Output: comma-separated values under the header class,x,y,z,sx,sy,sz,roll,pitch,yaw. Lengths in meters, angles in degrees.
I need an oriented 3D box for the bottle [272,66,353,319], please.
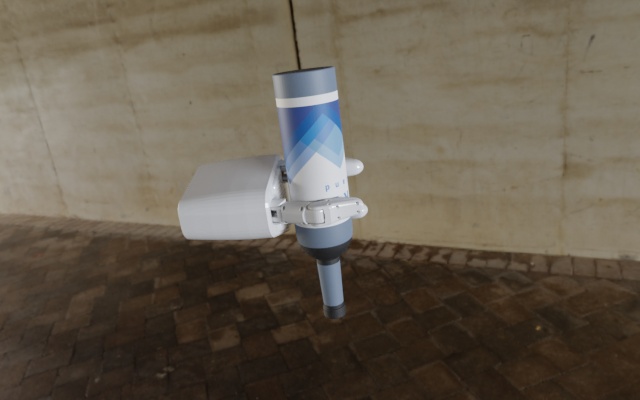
class,x,y,z,sx,sy,sz,roll,pitch,yaw
bottle,0.000,0.002,0.548,0.069,0.296,0.069,-7,18,2
